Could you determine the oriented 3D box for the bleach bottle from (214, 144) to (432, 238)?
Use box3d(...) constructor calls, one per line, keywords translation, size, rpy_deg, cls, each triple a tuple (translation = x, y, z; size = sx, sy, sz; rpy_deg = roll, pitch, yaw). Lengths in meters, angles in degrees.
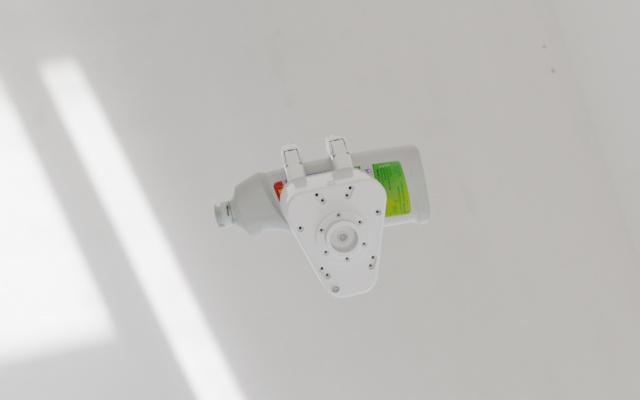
box3d(translation=(0.000, 0.002, 0.581), size=(0.251, 0.102, 0.068), rpy_deg=(-12, 6, -3), cls="bleach bottle")
